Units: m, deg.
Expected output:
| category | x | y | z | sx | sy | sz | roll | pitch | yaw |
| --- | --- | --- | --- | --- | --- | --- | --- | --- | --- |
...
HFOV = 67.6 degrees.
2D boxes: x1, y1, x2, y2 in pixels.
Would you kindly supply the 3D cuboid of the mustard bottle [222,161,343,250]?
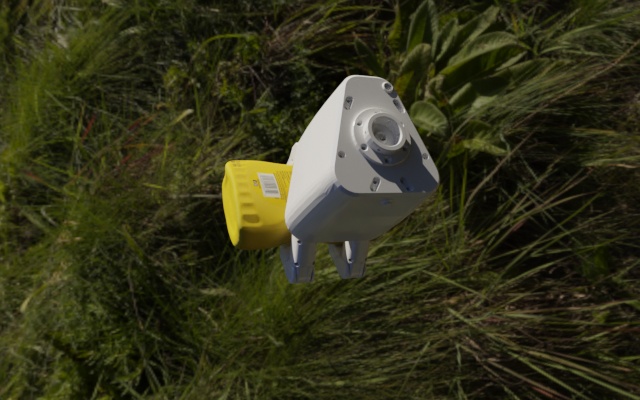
| category | x | y | z | sx | sy | sz | roll | pitch | yaw |
| --- | --- | --- | --- | --- | --- | --- | --- | --- | --- |
| mustard bottle | 0.000 | 0.002 | 0.496 | 0.191 | 0.058 | 0.096 | -1 | 45 | -22 |
